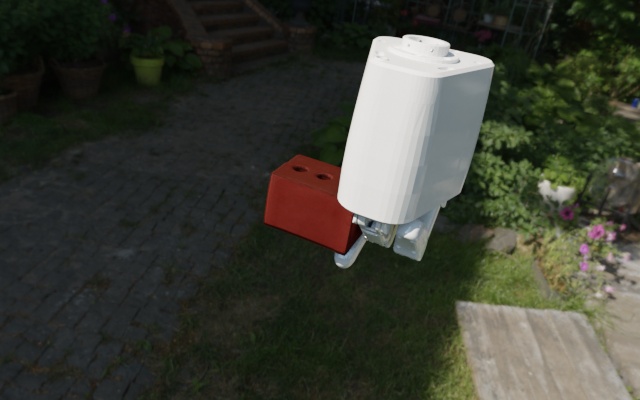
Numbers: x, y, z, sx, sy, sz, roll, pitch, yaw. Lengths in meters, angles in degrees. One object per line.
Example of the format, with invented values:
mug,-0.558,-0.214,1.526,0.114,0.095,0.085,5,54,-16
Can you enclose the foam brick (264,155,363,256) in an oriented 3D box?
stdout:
foam brick,0.000,0.001,0.403,0.078,0.051,0.053,19,31,18
